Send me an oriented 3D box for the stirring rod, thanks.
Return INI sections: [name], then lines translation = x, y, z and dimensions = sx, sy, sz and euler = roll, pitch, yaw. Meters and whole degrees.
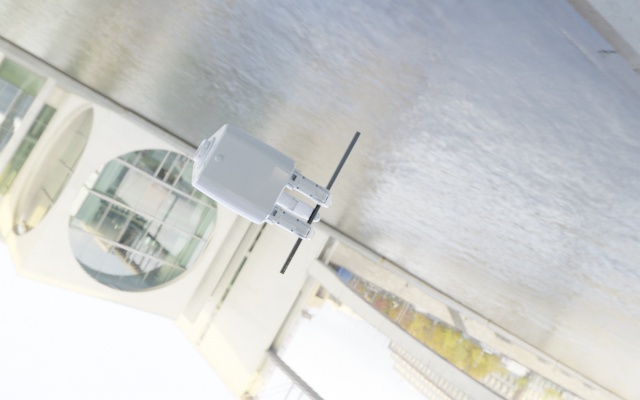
[stirring rod]
translation = 0.000, 0.002, 0.712
dimensions = 0.011, 0.239, 0.011
euler = 29, -4, 2
